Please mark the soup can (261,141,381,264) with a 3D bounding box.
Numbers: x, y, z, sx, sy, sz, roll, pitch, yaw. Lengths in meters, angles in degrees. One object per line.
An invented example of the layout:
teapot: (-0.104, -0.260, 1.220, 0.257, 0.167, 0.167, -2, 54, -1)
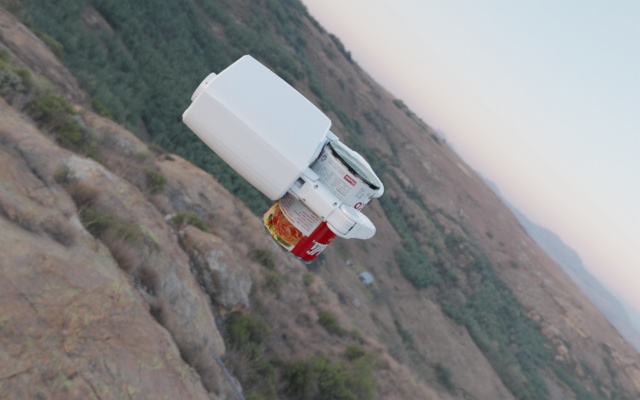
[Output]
soup can: (0.001, 0.002, 0.462, 0.068, 0.102, 0.068, 39, 15, -12)
